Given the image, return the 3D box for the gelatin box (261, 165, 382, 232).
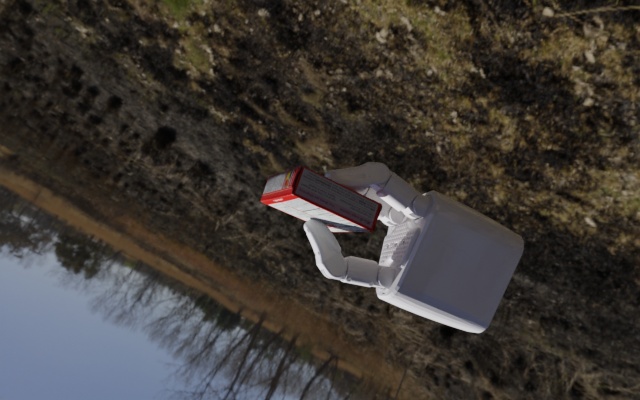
[{"bbox_3d":[0.000,0.002,0.439,0.089,0.030,0.073,24,-15,-24],"label":"gelatin box"}]
